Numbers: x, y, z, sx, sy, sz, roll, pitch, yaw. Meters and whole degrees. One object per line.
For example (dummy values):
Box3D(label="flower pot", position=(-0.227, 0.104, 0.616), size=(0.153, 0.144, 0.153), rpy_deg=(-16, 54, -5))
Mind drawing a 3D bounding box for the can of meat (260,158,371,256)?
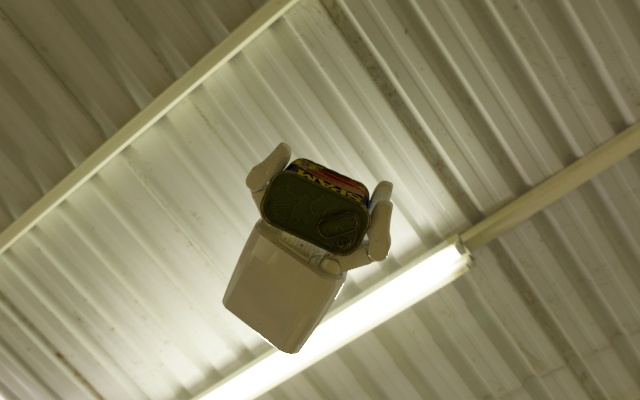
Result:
Box3D(label="can of meat", position=(0.000, 0.001, 0.482), size=(0.102, 0.057, 0.084), rpy_deg=(25, 18, 0))
